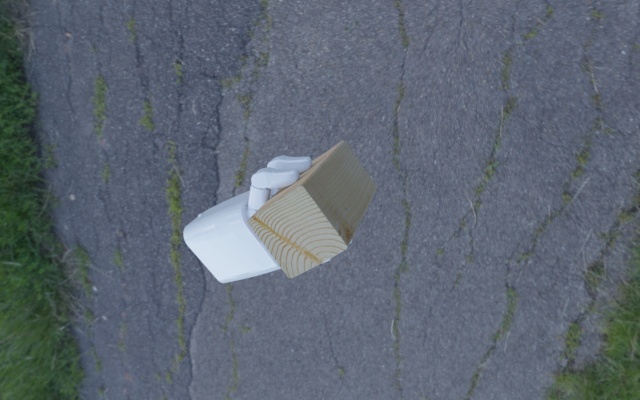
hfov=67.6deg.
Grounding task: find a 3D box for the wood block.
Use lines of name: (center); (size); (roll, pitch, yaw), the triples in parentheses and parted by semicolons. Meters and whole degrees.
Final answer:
wood block: (0.000, 0.003, 0.634); (0.090, 0.091, 0.206); (-31, 10, 25)
